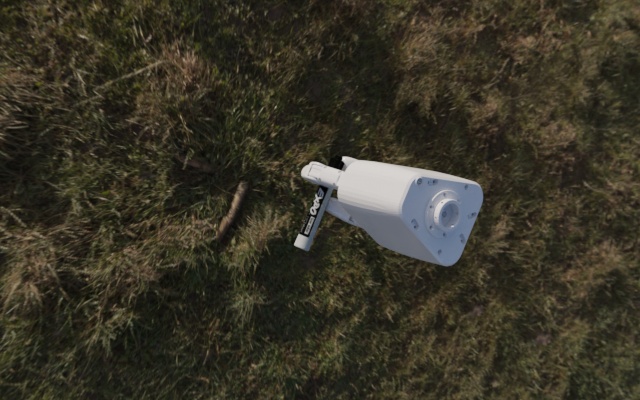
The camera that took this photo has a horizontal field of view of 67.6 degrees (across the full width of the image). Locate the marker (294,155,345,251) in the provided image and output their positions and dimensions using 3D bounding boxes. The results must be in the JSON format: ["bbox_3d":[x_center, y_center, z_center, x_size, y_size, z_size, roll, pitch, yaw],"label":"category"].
[{"bbox_3d":[0.000,0.002,0.576,0.020,0.121,0.020,23,-3,1],"label":"marker"}]
